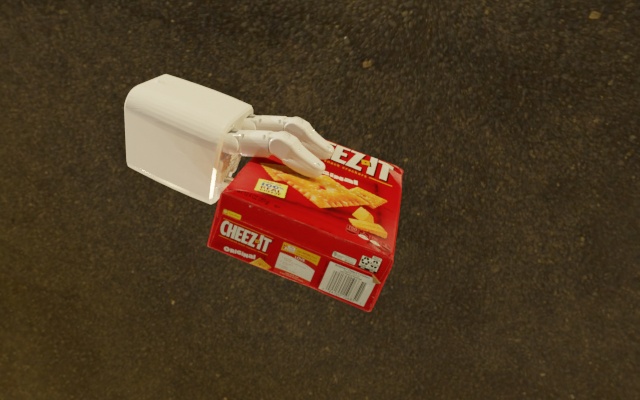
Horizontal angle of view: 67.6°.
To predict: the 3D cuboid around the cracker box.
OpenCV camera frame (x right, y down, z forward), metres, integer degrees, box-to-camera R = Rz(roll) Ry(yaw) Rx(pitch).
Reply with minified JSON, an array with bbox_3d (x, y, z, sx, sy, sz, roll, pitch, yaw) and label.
[{"bbox_3d":[0.000,0.002,0.513,0.164,0.072,0.213,22,28,2],"label":"cracker box"}]
